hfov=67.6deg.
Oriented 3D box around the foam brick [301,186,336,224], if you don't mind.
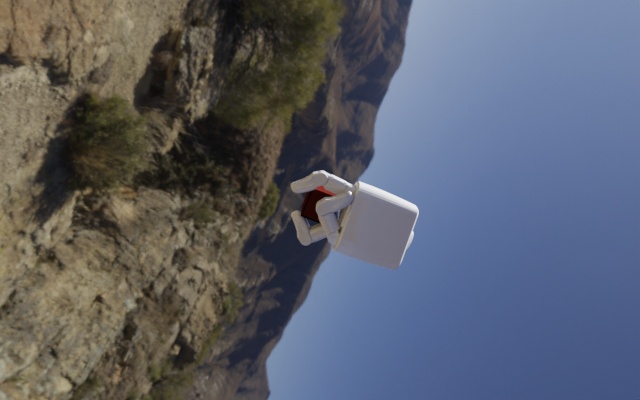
[{"bbox_3d":[0.000,0.002,0.798,0.051,0.053,0.078,20,14,-5],"label":"foam brick"}]
